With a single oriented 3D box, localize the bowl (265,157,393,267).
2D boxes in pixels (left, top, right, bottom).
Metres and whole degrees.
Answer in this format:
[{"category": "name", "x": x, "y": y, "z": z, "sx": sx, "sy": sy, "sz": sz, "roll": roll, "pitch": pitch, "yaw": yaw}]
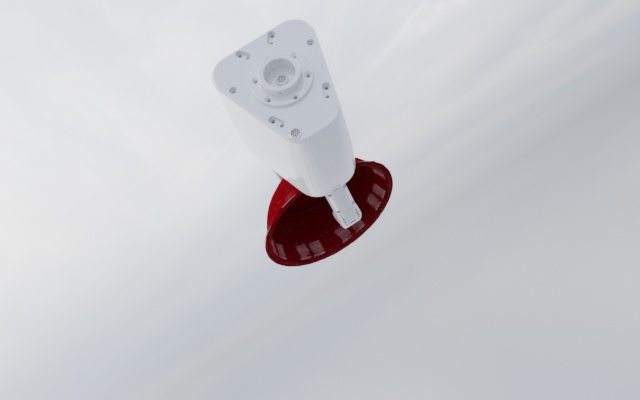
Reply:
[{"category": "bowl", "x": 0.000, "y": 0.002, "z": 0.538, "sx": 0.162, "sy": 0.162, "sz": 0.055, "roll": 0, "pitch": 43, "yaw": -43}]
